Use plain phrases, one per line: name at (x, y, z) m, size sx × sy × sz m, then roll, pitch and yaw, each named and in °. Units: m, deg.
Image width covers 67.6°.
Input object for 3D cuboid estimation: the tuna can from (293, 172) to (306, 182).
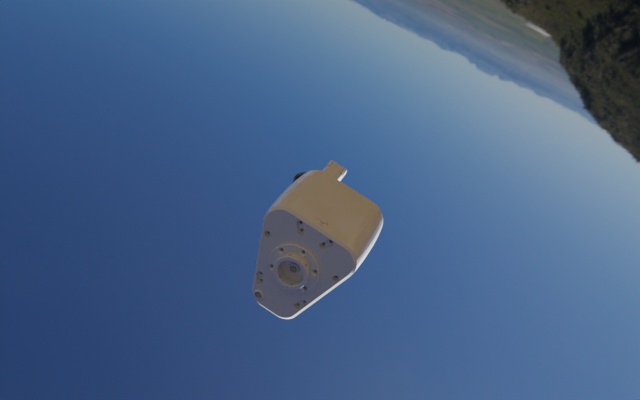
tuna can at (0.000, 0.002, 0.599) m, size 0.086 × 0.034 × 0.086 m, roll 20°, pitch 29°, yaw -12°
